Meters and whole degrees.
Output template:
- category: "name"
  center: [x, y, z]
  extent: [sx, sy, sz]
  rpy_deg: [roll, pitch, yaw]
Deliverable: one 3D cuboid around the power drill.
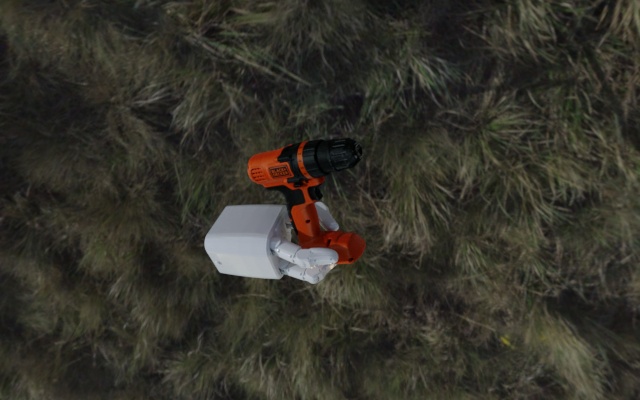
- category: "power drill"
  center: [0.000, 0.003, 0.689]
  extent: [0.184, 0.188, 0.057]
  rpy_deg: [-6, 27, 36]
